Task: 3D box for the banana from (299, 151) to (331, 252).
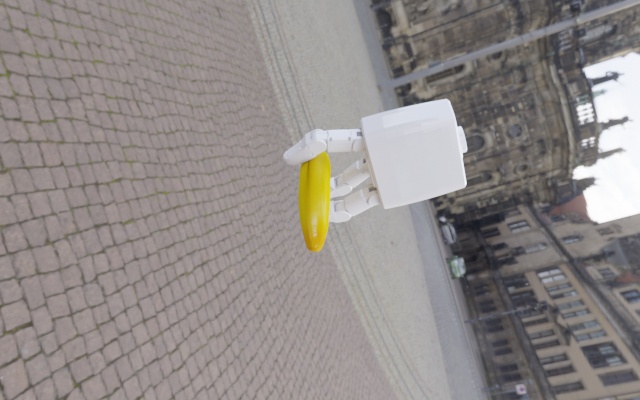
[{"bbox_3d":[-0.004,-0.016,0.584,0.037,0.070,0.197,-10,25,7],"label":"banana"}]
